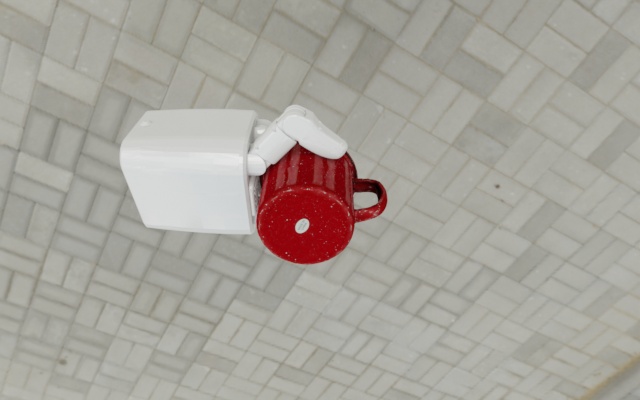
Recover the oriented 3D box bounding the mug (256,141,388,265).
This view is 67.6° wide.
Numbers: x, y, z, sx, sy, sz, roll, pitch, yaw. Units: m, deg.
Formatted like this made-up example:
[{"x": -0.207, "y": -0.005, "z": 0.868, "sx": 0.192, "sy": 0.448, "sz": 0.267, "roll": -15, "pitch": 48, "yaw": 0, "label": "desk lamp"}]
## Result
[{"x": 0.002, "y": 0.002, "z": 0.419, "sx": 0.117, "sy": 0.093, "sz": 0.081, "roll": 0, "pitch": 33, "yaw": 1, "label": "mug"}]
